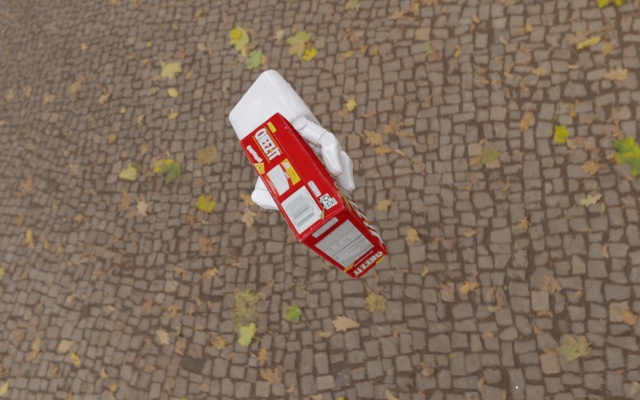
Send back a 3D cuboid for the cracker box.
[{"bbox_3d":[0.000,0.002,0.638,0.072,0.164,0.214,-37,-29,5],"label":"cracker box"}]
